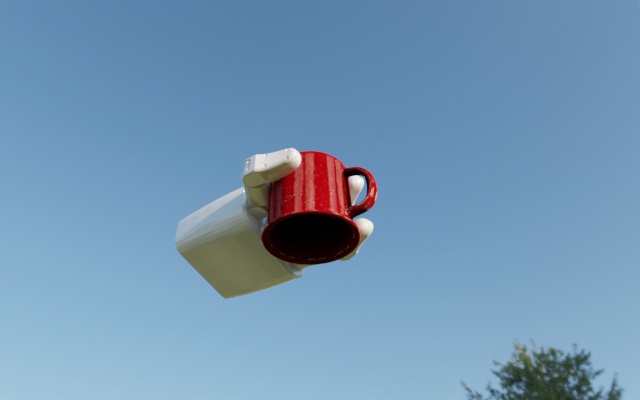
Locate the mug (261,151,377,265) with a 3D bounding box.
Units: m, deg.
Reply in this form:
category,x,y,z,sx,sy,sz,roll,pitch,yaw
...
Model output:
category,x,y,z,sx,sy,sz,roll,pitch,yaw
mug,0.001,0.001,0.468,0.117,0.081,0.093,-22,-42,24
